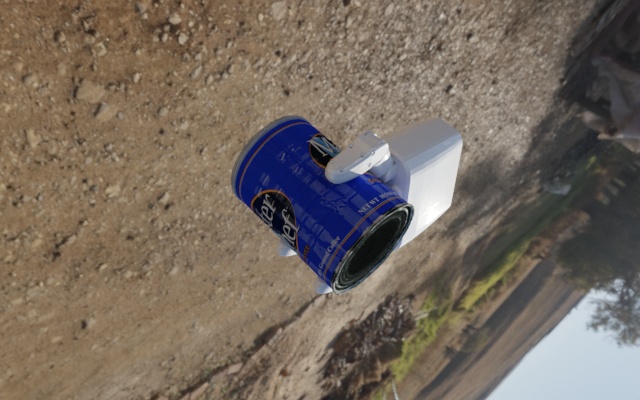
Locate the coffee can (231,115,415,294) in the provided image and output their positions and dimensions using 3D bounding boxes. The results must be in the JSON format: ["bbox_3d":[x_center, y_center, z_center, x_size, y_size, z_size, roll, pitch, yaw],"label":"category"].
[{"bbox_3d":[0.000,0.001,0.443,0.140,0.103,0.103,42,20,24],"label":"coffee can"}]
